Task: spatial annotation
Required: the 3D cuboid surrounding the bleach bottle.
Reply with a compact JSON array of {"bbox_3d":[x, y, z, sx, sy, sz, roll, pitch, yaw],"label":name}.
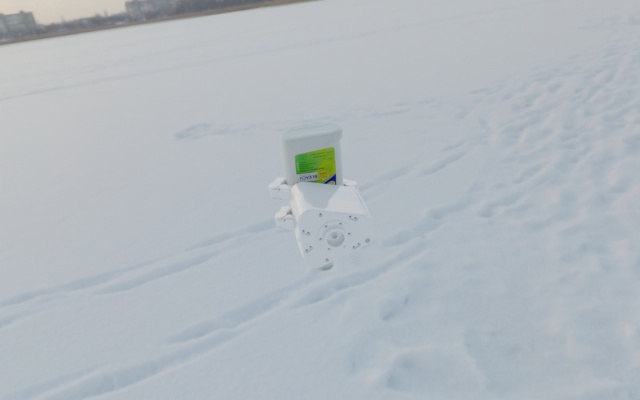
[{"bbox_3d":[0.000,0.003,0.806,0.102,0.251,0.068,-11,23,-5],"label":"bleach bottle"}]
